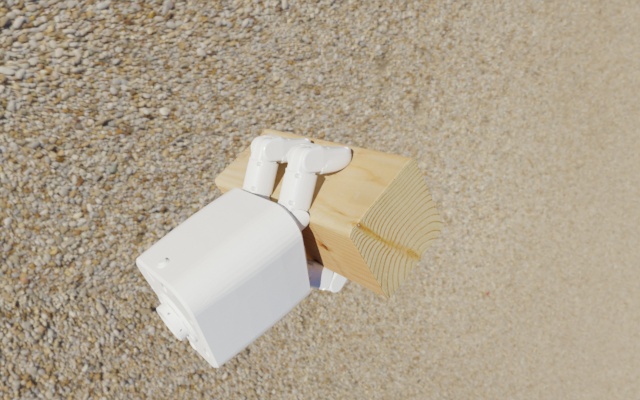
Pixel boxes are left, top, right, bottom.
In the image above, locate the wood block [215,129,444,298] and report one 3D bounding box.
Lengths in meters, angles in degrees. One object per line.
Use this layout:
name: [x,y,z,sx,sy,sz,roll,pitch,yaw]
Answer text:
wood block: [0.000,0.002,0.468,0.206,0.090,0.091,19,-30,46]
